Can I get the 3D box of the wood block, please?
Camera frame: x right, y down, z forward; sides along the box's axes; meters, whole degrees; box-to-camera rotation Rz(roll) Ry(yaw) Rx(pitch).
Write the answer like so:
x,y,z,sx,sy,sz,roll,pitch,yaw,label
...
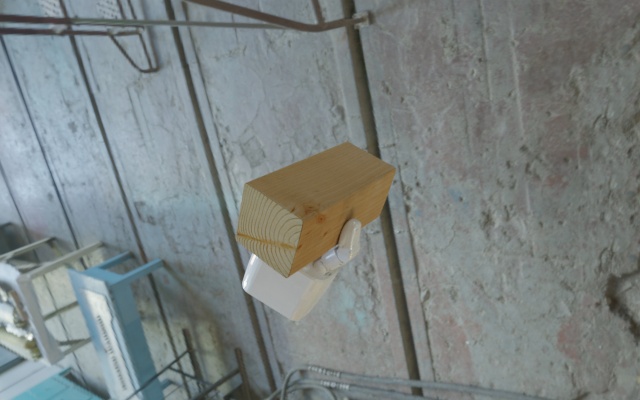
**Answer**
x,y,z,sx,sy,sz,roll,pitch,yaw,label
0.000,0.003,0.621,0.091,0.090,0.206,33,37,24,wood block
